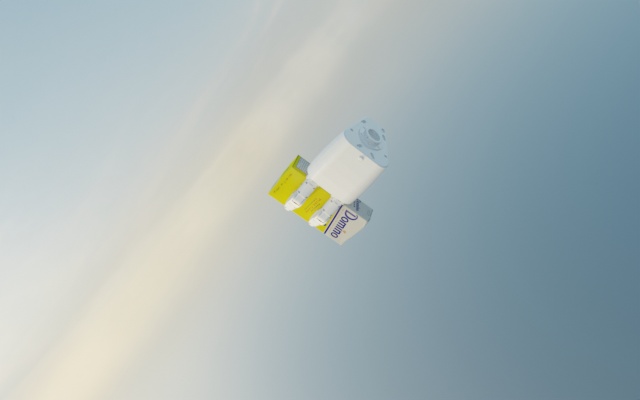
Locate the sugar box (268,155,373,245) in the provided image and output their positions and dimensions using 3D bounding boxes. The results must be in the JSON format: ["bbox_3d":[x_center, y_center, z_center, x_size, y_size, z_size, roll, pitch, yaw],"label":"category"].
[{"bbox_3d":[0.000,0.003,0.889,0.176,0.048,0.093,37,-48,-10],"label":"sugar box"}]
